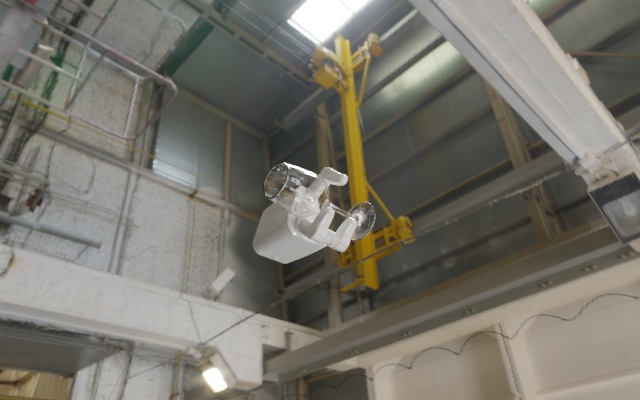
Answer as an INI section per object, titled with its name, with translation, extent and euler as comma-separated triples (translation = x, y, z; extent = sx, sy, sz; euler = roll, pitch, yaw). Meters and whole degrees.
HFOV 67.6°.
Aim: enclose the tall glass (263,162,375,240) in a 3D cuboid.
[tall glass]
translation = 0.001, 0.003, 0.810
extent = 0.201, 0.079, 0.079
euler = 26, -17, -37
